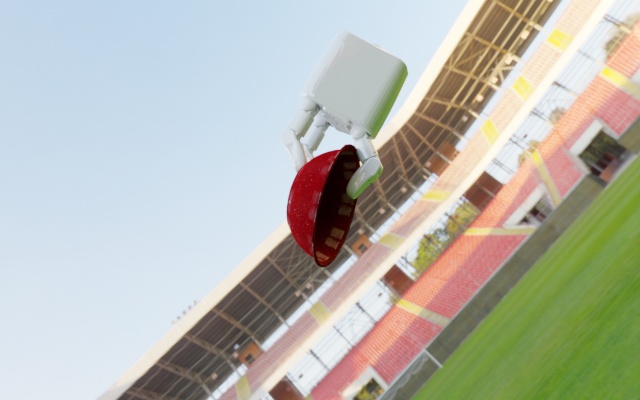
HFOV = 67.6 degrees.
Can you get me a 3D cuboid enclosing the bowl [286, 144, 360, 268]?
[{"bbox_3d":[-0.001,0.003,0.618,0.055,0.162,0.162,13,4,19],"label":"bowl"}]
